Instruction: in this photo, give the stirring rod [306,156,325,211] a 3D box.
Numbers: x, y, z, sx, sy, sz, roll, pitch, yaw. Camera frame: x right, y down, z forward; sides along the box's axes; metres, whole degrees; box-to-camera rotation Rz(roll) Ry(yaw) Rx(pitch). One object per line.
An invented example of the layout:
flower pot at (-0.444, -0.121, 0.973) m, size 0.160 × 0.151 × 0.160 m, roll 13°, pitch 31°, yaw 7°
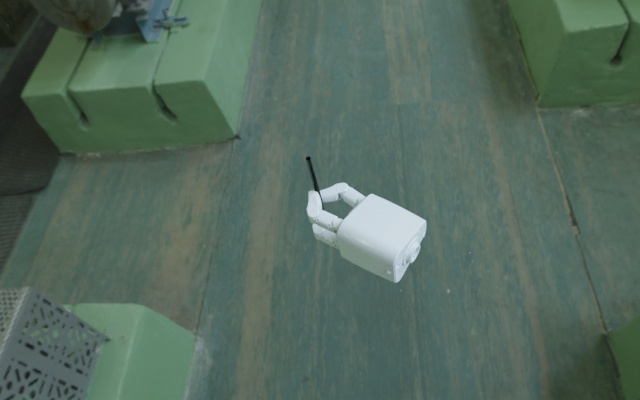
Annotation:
stirring rod at (0.000, 0.003, 0.838) m, size 0.011 × 0.011 × 0.240 m, roll 0°, pitch -34°, yaw 11°
